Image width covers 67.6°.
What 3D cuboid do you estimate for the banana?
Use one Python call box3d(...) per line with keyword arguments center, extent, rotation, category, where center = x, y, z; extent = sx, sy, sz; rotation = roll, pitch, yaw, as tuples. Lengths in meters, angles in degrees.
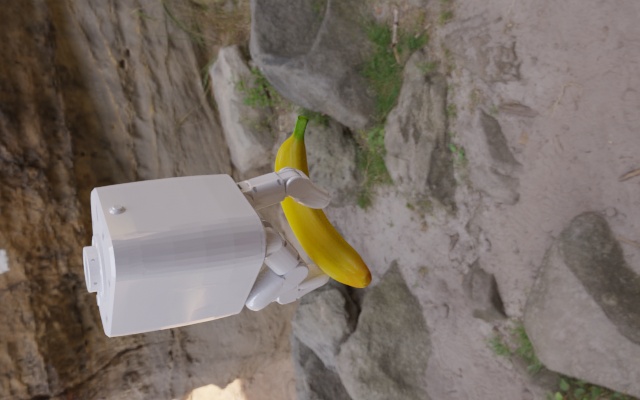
box3d(center=(-0.008, 0.009, 0.481), extent=(0.037, 0.197, 0.070), rotation=(-6, -31, -31), category="banana")
